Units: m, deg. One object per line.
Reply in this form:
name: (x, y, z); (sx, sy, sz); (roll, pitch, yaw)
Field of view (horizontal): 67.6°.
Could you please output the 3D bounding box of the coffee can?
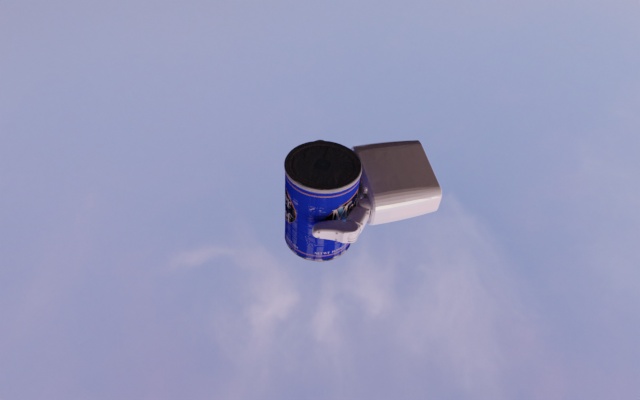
coffee can: (0.000, 0.002, 0.673); (0.103, 0.140, 0.102); (2, 44, -2)
